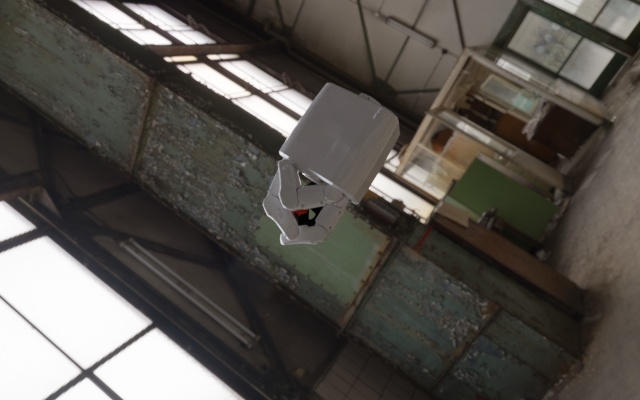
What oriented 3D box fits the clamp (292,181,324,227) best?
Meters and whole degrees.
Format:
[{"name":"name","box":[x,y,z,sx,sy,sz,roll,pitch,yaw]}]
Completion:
[{"name":"clamp","box":[0.000,0.002,0.658,0.039,0.120,0.171,32,-2,13]}]
